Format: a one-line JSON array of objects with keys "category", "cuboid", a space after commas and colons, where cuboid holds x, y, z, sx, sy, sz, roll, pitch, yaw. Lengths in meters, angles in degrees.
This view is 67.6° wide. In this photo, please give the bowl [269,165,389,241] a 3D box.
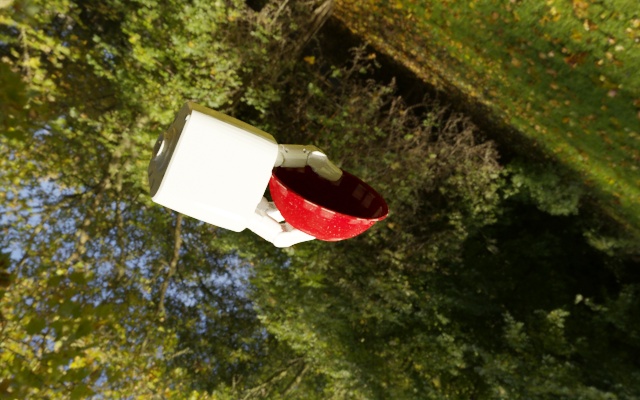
[{"category": "bowl", "cuboid": [0.001, 0.003, 0.592, 0.162, 0.055, 0.162, 20, 21, -8]}]
